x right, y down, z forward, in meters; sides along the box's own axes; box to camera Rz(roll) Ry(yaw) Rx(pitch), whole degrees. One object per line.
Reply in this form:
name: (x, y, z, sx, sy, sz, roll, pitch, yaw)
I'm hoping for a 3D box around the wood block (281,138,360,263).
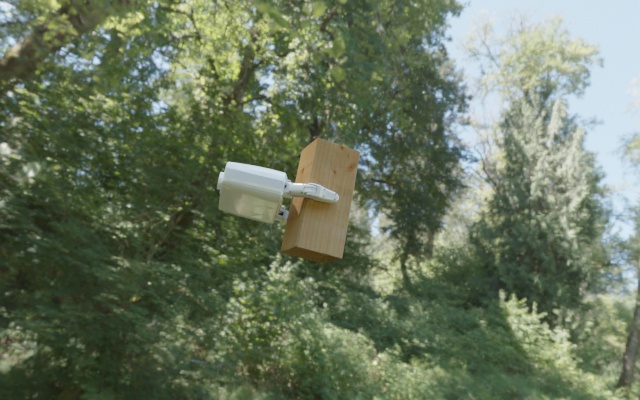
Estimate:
wood block: (0.000, 0.003, 0.886, 0.090, 0.206, 0.091, 17, -18, -19)
